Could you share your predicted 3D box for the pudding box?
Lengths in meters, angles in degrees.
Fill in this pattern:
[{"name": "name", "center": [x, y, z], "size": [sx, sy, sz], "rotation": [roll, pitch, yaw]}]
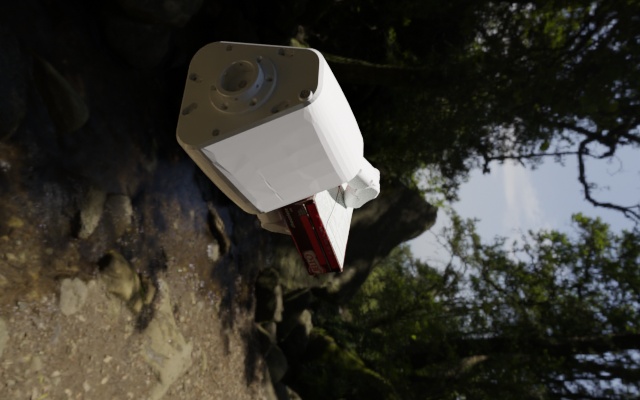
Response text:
[{"name": "pudding box", "center": [0.000, 0.001, 0.462], "size": [0.039, 0.090, 0.113], "rotation": [-6, 36, 19]}]
